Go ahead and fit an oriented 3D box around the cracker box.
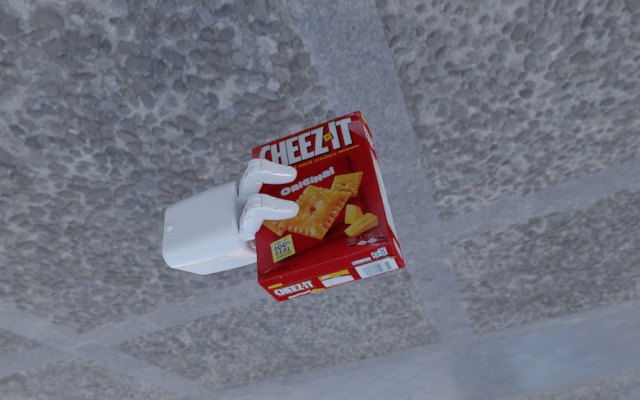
[{"bbox_3d":[0.000,0.002,0.608,0.164,0.213,0.072,-18,-37,12],"label":"cracker box"}]
